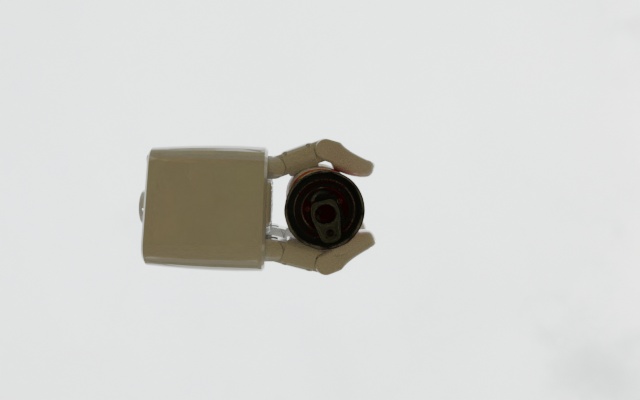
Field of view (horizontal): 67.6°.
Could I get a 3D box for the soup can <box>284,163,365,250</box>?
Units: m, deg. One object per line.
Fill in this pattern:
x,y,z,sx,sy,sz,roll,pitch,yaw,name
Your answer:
0.001,0.001,0.447,0.068,0.068,0.102,0,8,-4,soup can
